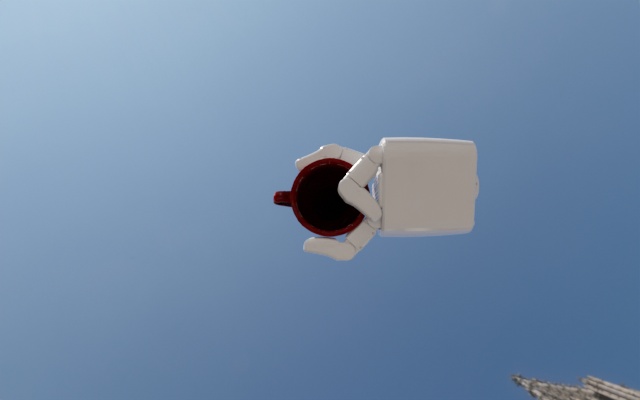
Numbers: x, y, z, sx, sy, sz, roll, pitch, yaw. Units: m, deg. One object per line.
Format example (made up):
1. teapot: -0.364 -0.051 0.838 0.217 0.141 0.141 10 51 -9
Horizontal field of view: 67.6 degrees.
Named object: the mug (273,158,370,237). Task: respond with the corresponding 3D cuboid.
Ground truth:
1. mug: -0.001 0.002 0.594 0.117 0.093 0.081 0 -9 1
